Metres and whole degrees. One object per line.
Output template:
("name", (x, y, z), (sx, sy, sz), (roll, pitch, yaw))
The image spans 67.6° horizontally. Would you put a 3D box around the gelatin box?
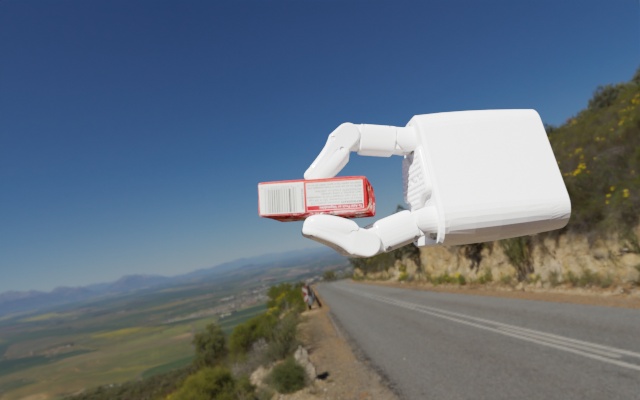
("gelatin box", (0.000, 0.001, 0.403), (0.089, 0.030, 0.073), (-3, -6, 9))
